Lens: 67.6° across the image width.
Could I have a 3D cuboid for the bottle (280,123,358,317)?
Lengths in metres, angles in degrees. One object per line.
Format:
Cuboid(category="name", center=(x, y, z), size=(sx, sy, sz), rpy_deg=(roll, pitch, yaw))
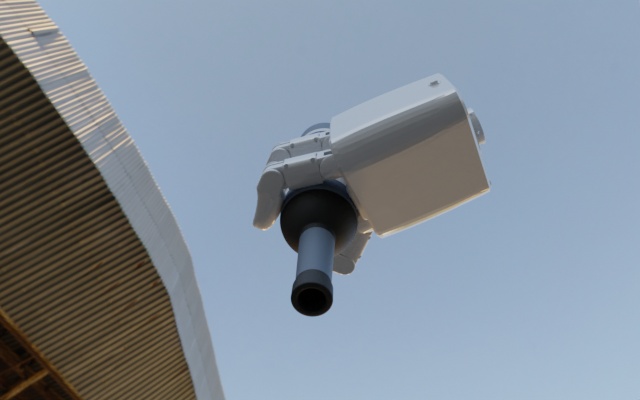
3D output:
Cuboid(category="bottle", center=(0.000, 0.001, 0.438), size=(0.069, 0.069, 0.295), rpy_deg=(0, 25, 2))
